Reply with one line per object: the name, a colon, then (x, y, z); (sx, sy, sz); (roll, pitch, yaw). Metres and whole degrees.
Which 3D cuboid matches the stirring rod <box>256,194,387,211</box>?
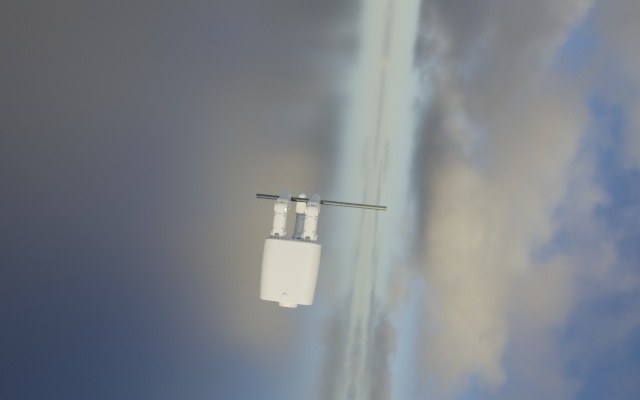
stirring rod: (0.000, 0.003, 0.875); (0.239, 0.011, 0.011); (6, 0, 6)
